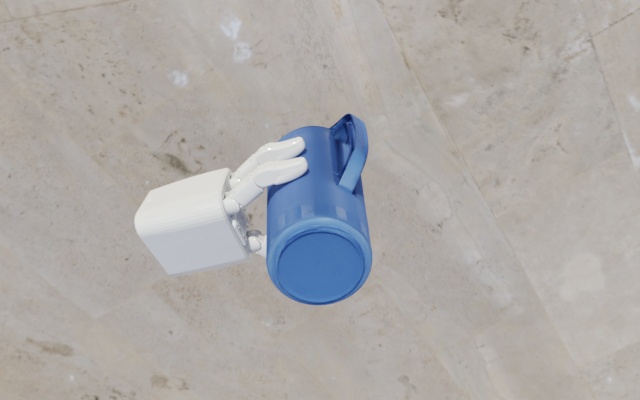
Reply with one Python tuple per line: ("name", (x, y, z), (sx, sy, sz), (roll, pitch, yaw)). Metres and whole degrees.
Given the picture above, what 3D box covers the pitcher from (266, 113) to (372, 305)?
("pitcher", (0.000, 0.002, 0.574), (0.145, 0.149, 0.242), (-11, 28, 3))
